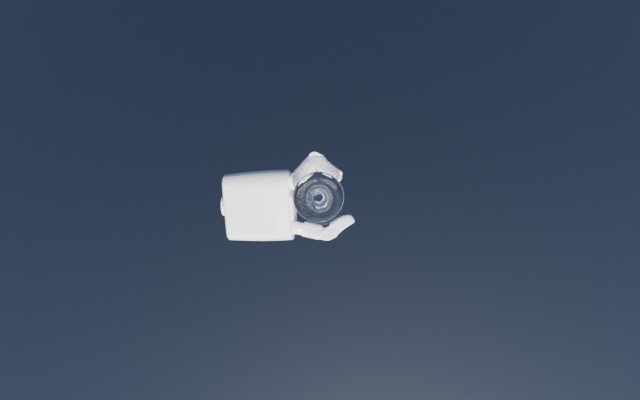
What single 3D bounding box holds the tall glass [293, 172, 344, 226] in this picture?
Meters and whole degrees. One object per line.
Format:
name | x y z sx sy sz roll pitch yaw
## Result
tall glass | 0.000 0.003 0.790 0.079 0.079 0.201 0 -5 2
